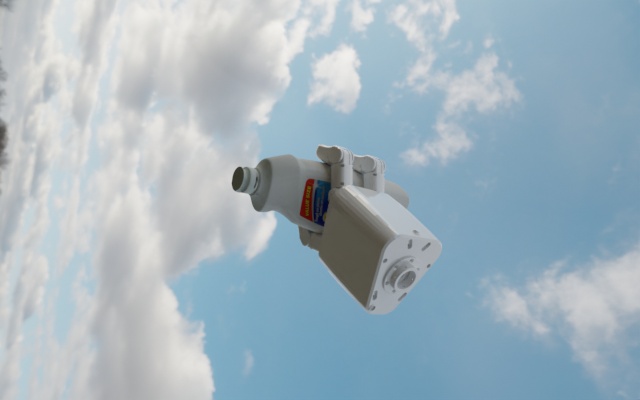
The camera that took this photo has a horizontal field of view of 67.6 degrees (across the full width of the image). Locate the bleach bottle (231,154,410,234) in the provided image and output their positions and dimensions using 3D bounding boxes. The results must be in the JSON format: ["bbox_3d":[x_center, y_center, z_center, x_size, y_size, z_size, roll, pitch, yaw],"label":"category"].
[{"bbox_3d":[0.000,0.002,0.618,0.251,0.102,0.068,11,22,-38],"label":"bleach bottle"}]
